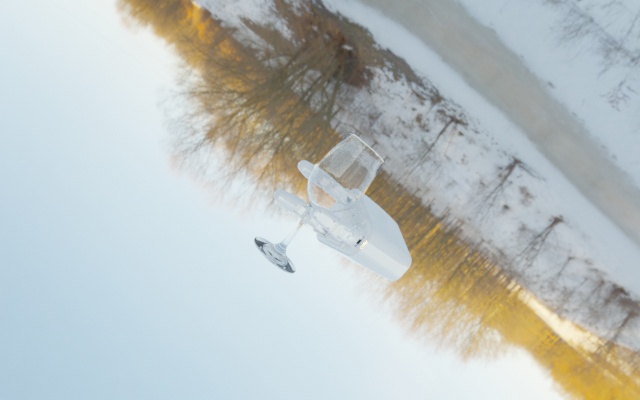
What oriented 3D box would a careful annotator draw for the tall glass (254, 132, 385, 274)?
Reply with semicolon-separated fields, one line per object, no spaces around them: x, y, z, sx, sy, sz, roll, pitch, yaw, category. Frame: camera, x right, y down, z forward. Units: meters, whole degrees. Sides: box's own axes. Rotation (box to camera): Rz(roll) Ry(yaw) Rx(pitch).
0.000;0.003;0.657;0.079;0.201;0.079;40;7;-6;tall glass
